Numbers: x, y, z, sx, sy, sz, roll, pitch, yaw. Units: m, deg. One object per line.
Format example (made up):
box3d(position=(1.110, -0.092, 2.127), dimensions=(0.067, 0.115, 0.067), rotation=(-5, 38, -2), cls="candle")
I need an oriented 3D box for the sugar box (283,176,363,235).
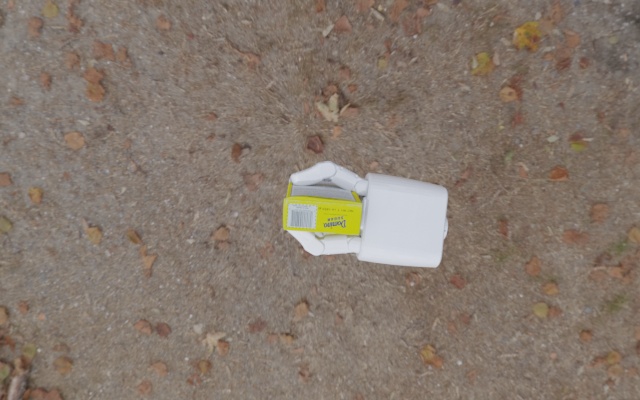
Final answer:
box3d(position=(0.000, 0.003, 0.639), dimensions=(0.093, 0.048, 0.176), rotation=(5, 9, -2), cls="sugar box")
